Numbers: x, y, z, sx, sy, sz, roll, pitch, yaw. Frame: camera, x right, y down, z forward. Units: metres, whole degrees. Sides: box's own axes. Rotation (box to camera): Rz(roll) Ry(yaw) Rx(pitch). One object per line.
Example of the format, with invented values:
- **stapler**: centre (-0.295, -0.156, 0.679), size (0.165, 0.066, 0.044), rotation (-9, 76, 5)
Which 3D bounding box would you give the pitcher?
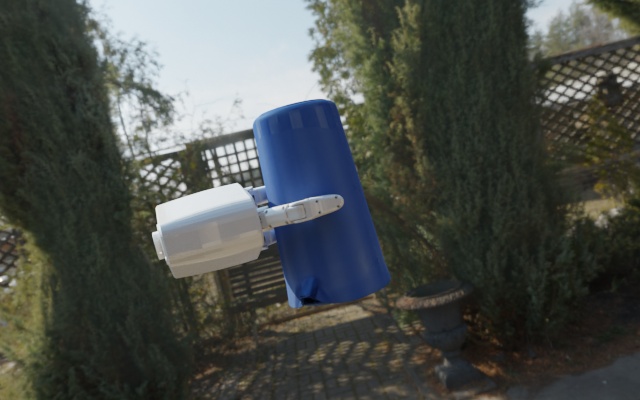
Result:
- **pitcher**: centre (0.000, 0.002, 0.609), size (0.145, 0.243, 0.149), rotation (-15, 3, -16)
